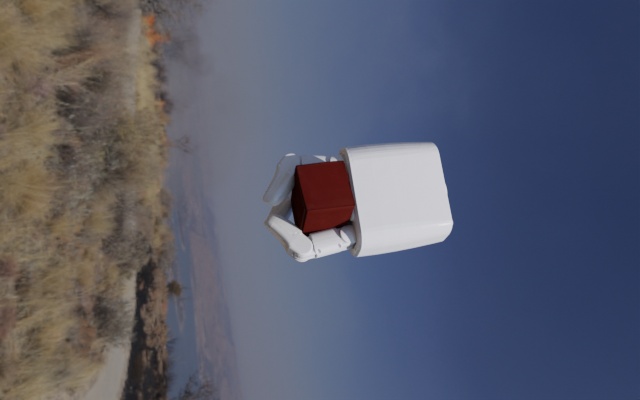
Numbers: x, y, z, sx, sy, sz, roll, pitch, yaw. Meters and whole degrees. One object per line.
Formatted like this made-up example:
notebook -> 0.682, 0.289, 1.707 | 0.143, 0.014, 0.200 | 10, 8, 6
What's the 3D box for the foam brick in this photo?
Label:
foam brick -> 0.000, 0.002, 0.495 | 0.051, 0.053, 0.078 | -7, -26, -11
